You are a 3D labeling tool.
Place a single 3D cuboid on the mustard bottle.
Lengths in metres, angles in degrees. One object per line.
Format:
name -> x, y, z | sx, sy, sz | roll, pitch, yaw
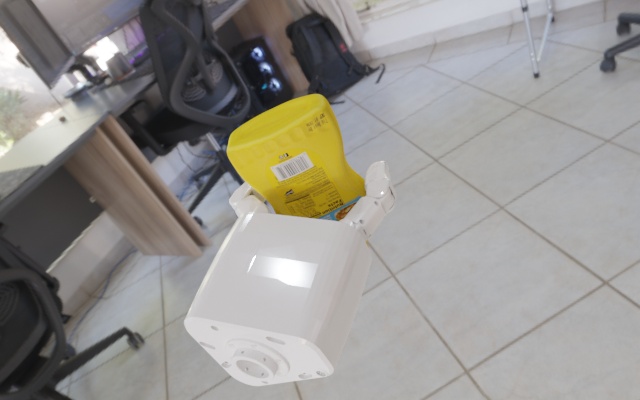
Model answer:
mustard bottle -> 0.000, 0.001, 0.452 | 0.096, 0.192, 0.058 | -23, 34, 10
